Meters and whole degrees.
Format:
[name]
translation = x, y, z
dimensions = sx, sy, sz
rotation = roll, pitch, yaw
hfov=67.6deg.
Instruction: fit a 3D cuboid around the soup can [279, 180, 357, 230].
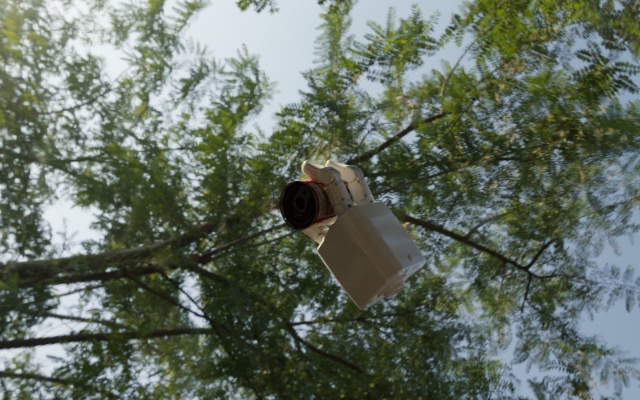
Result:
[soup can]
translation = 0.000, 0.002, 0.685
dimensions = 0.068, 0.068, 0.102
rotation = 0, 5, 39
